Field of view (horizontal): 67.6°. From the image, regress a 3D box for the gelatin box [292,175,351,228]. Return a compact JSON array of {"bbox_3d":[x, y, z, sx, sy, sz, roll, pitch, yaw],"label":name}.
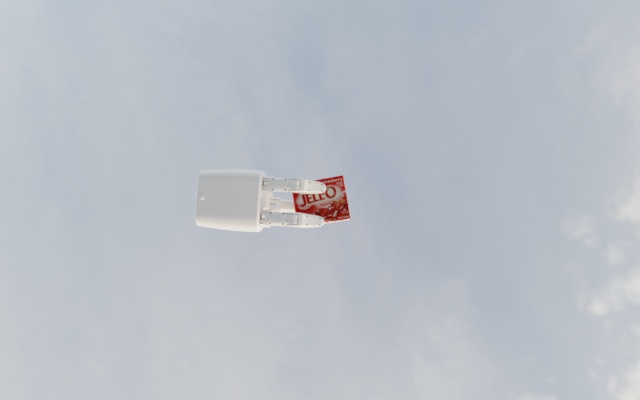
[{"bbox_3d":[0.000,0.003,0.789,0.089,0.073,0.030,-10,-6,0],"label":"gelatin box"}]
